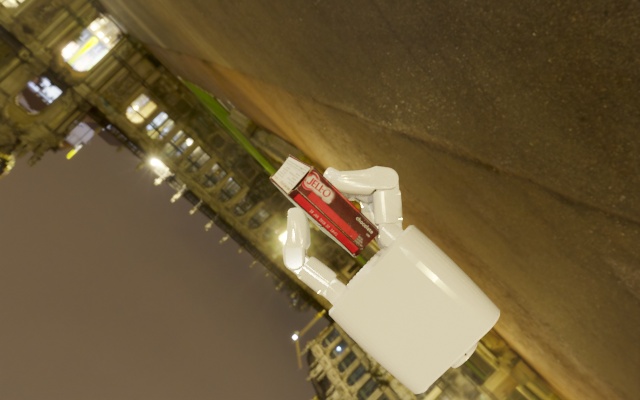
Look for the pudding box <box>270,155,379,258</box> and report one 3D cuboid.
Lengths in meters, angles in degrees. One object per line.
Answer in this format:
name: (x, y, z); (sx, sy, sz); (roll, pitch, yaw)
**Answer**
pudding box: (0.000, 0.002, 0.469); (0.090, 0.039, 0.113); (44, -4, -18)
